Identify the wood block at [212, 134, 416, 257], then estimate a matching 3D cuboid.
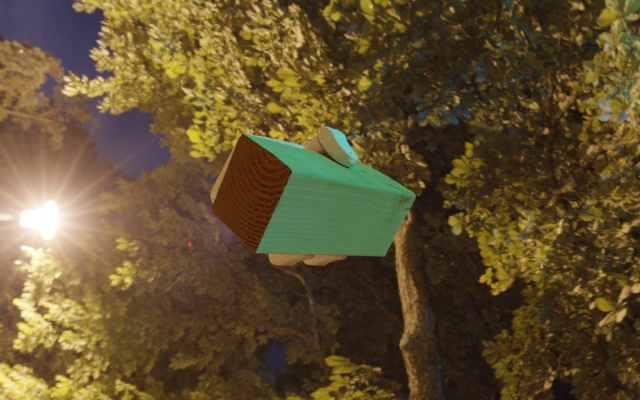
[{"bbox_3d":[0.000,0.001,0.530,0.206,0.091,0.090,8,22,-47],"label":"wood block"}]
